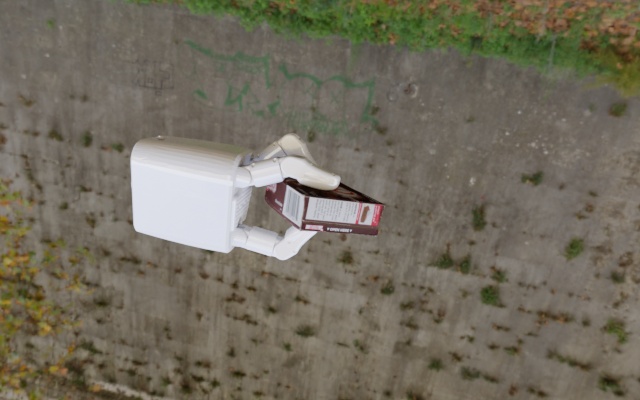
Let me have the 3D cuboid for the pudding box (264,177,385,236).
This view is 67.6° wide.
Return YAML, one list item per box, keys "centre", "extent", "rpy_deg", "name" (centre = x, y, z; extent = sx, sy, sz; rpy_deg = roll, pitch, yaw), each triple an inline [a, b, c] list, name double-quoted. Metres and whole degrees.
- centre: [0.000, 0.002, 0.505]
  extent: [0.090, 0.039, 0.113]
  rpy_deg: [5, 14, -26]
  name: "pudding box"
